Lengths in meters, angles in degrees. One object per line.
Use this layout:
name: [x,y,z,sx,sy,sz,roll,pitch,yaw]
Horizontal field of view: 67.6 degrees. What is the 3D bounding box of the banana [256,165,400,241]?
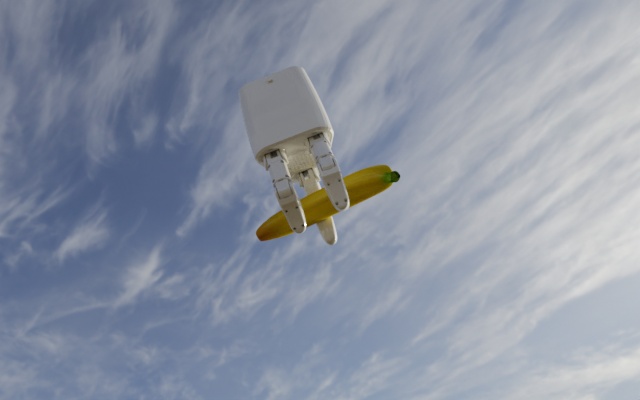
banana: [0.011,-0.001,0.576,0.198,0.037,0.069,-26,-7,25]
